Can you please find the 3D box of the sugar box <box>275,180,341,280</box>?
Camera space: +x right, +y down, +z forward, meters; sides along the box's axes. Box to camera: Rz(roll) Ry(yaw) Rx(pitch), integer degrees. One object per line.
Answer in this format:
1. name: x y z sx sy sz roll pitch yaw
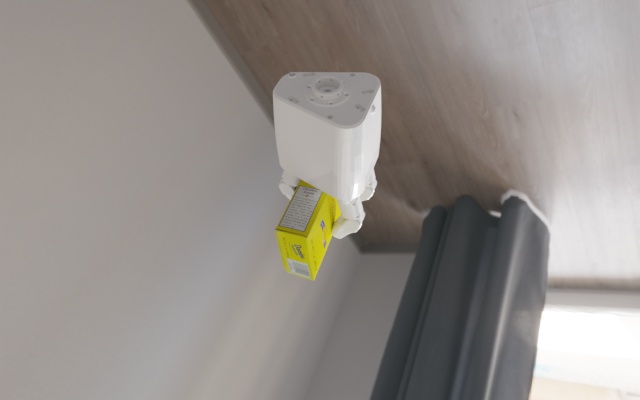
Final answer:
1. sugar box: 0.001 0.002 0.607 0.048 0.176 0.093 14 -37 17
